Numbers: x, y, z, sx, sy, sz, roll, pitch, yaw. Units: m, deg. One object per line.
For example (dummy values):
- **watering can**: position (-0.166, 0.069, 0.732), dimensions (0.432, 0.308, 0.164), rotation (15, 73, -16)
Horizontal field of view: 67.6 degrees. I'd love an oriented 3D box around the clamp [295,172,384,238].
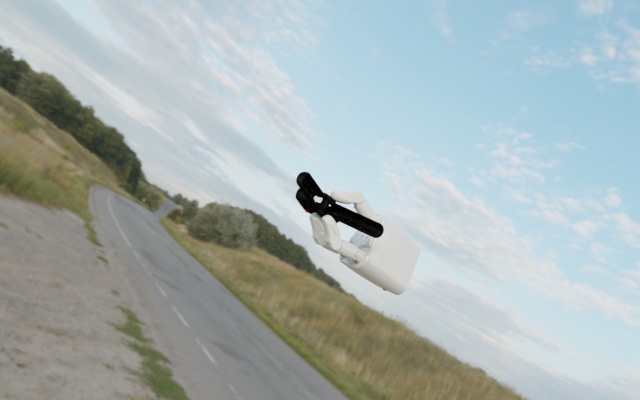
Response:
- **clamp**: position (0.001, 0.002, 0.820), dimensions (0.164, 0.036, 0.210), rotation (37, -10, -20)
